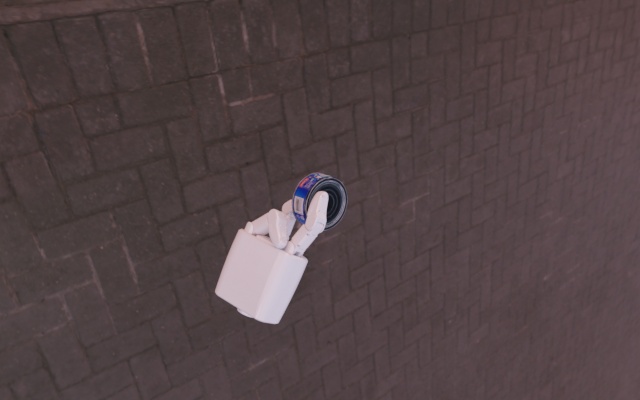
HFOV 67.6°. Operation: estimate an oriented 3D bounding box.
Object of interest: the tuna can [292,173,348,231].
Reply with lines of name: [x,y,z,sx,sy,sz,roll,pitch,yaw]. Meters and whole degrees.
tuna can: [0.000,0.002,0.727,0.086,0.086,0.033,0,12,-40]
